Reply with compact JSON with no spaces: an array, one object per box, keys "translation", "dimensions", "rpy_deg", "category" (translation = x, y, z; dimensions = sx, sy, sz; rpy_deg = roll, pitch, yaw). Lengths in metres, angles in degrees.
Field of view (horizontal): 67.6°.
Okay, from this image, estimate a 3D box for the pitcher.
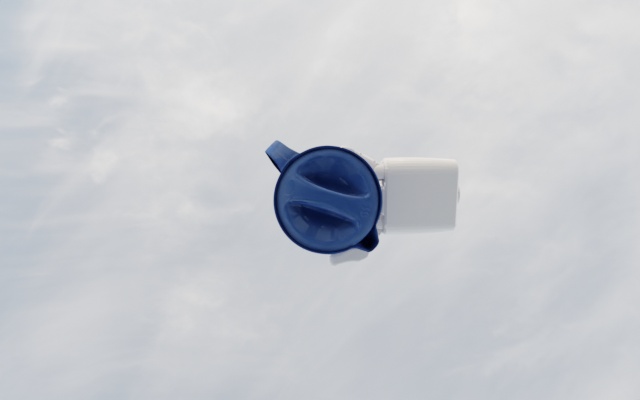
[{"translation":[0.000,0.002,0.691],"dimensions":[0.145,0.149,0.243],"rpy_deg":[-2,-6,-1],"category":"pitcher"}]
